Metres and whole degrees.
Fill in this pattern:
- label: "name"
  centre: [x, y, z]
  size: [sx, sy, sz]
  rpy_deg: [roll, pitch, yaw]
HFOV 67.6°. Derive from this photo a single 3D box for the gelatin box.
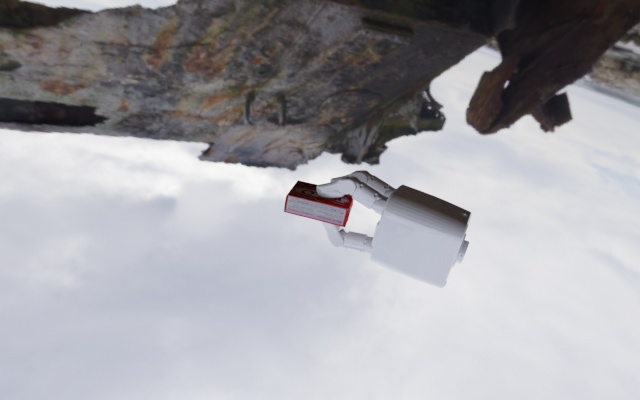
- label: "gelatin box"
  centre: [0.000, 0.003, 0.672]
  size: [0.089, 0.030, 0.073]
  rpy_deg: [13, 20, 5]
